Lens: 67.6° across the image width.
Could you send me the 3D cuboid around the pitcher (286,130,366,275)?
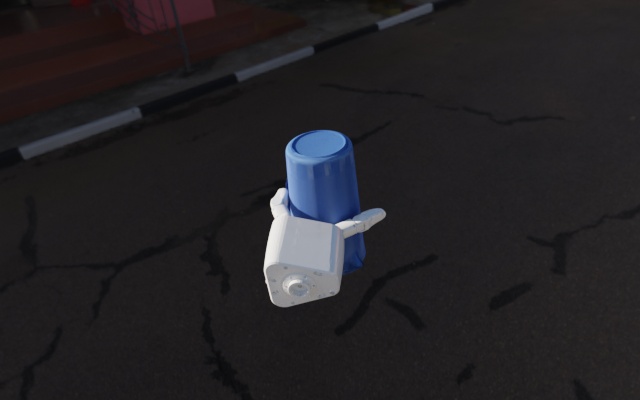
[{"bbox_3d":[0.000,0.003,0.833,0.149,0.243,0.145,-1,36,7],"label":"pitcher"}]
